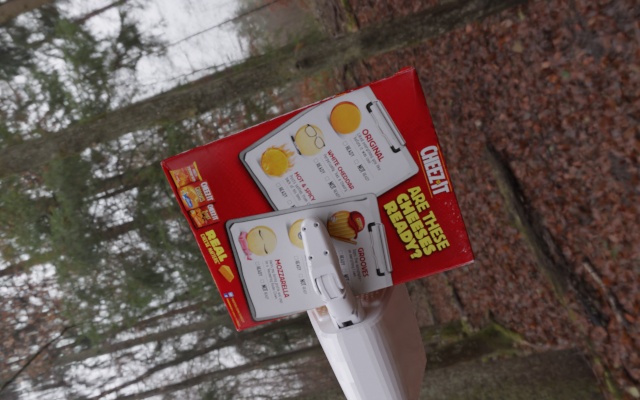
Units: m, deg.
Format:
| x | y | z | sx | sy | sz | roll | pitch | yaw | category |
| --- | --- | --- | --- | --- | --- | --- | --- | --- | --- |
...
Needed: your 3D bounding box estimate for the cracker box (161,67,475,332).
| x | y | z | sx | sy | sz | roll | pitch | yaw | category |
| --- | --- | --- | --- | --- | --- | --- | --- | --- | --- |
| 0.000 | 0.001 | 0.412 | 0.214 | 0.164 | 0.072 | -19 | 14 | 9 | cracker box |
